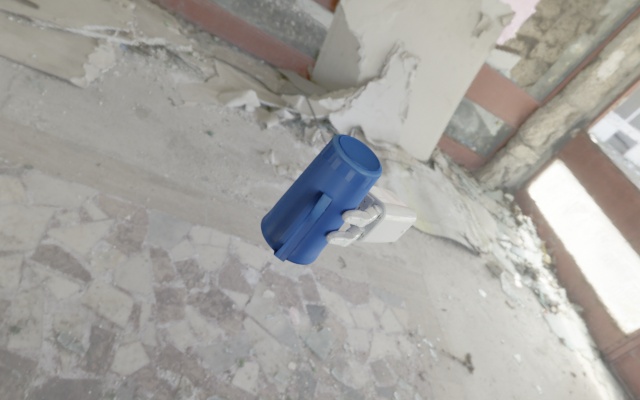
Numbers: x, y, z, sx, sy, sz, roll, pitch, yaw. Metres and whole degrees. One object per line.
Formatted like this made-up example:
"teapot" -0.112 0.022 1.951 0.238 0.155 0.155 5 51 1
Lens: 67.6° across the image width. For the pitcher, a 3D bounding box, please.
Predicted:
"pitcher" 0.000 0.003 0.879 0.145 0.149 0.243 10 -49 -40
